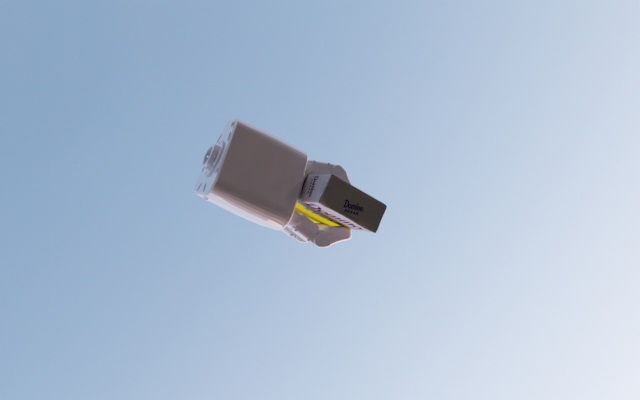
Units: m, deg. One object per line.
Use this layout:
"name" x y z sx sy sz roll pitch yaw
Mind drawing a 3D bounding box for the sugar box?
"sugar box" 0.000 0.003 0.651 0.093 0.048 0.176 28 -9 -26
